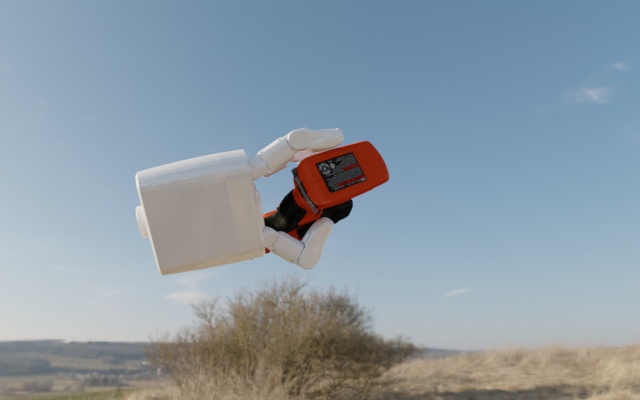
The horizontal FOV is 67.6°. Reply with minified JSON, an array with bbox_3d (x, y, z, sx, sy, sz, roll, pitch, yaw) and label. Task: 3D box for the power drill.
[{"bbox_3d":[0.000,0.002,0.571,0.184,0.057,0.188,-23,-13,-35],"label":"power drill"}]
